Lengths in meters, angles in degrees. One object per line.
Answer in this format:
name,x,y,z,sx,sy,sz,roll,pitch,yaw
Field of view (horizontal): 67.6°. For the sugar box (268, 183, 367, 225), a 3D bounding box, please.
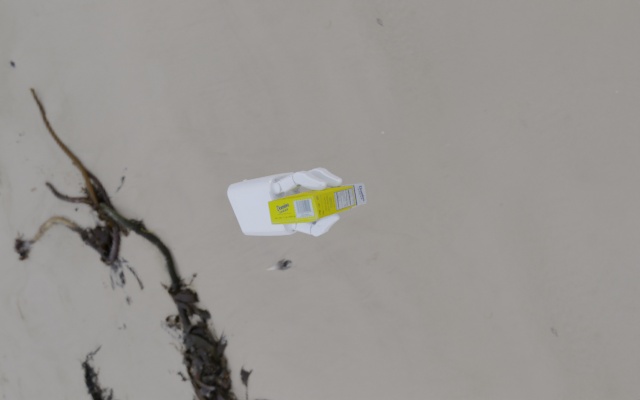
sugar box,0.000,0.002,0.827,0.093,0.048,0.176,-6,8,32
